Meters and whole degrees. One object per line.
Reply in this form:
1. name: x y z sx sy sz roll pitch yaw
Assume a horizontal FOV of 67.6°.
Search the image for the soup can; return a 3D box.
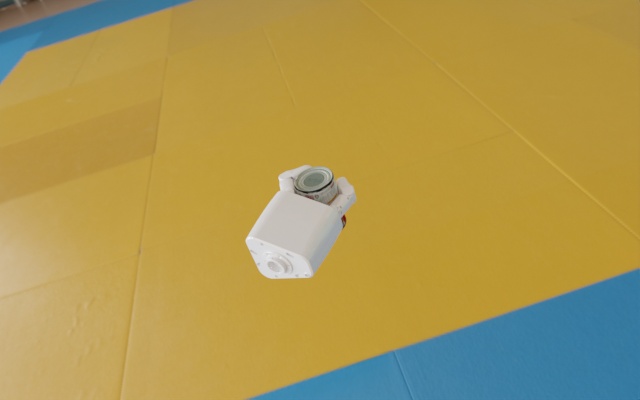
1. soup can: 0.000 0.002 0.800 0.068 0.102 0.068 -11 38 9
